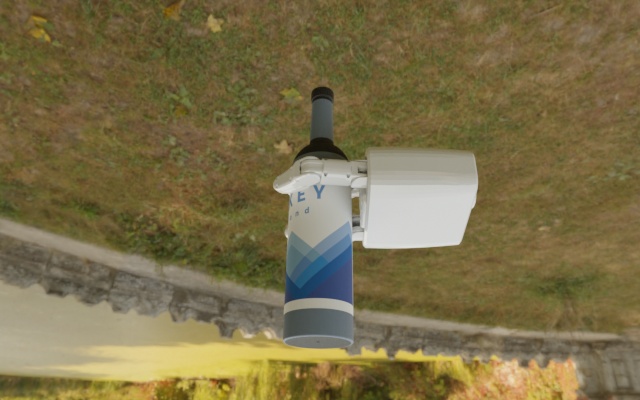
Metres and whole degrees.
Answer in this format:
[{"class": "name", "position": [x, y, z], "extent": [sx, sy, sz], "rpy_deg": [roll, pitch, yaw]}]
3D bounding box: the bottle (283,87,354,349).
[{"class": "bottle", "position": [0.000, 0.002, 0.511], "extent": [0.069, 0.295, 0.069], "rpy_deg": [1, -27, 0]}]
